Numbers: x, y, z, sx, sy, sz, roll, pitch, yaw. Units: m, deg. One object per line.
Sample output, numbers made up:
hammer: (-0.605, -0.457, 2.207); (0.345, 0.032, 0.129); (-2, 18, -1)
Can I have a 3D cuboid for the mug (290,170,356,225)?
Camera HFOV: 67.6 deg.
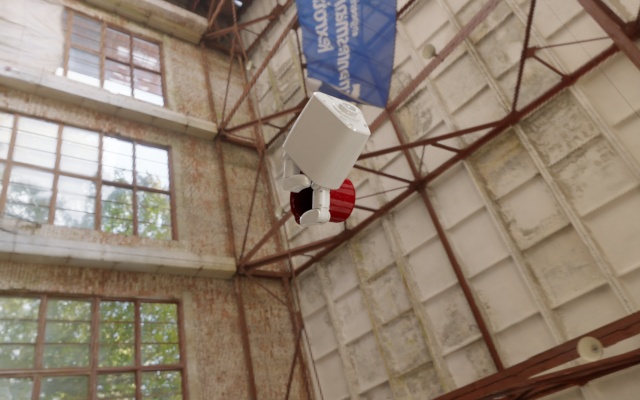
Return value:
mug: (0.000, 0.004, 0.822); (0.081, 0.117, 0.093); (10, 37, -35)
